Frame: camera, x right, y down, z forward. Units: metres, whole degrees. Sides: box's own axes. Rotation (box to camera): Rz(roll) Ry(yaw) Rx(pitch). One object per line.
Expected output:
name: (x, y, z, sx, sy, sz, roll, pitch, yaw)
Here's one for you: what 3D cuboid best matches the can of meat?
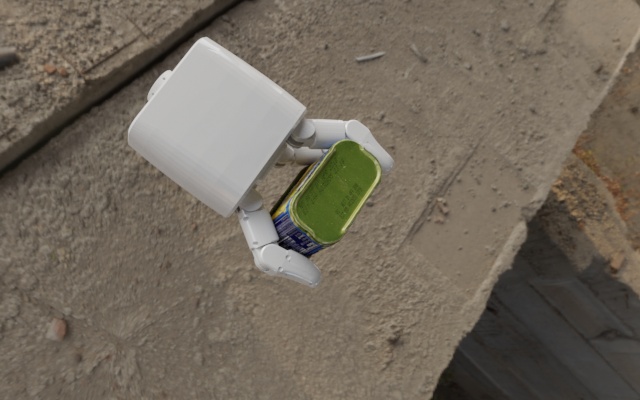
can of meat: (0.000, 0.001, 0.426, 0.057, 0.102, 0.084, 39, -26, -7)
